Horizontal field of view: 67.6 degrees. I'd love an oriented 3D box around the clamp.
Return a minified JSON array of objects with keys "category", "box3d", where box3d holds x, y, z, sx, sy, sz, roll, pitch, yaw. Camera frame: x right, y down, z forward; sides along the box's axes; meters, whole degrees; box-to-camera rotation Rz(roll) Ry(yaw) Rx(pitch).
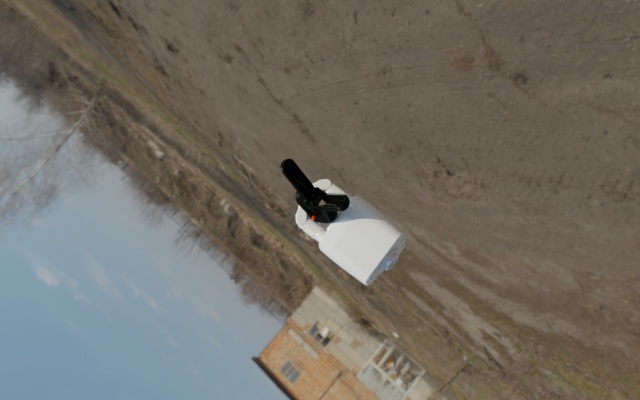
[{"category":"clamp","box3d":[0.000,0.003,0.767,0.120,0.039,0.171,38,-11,22]}]
